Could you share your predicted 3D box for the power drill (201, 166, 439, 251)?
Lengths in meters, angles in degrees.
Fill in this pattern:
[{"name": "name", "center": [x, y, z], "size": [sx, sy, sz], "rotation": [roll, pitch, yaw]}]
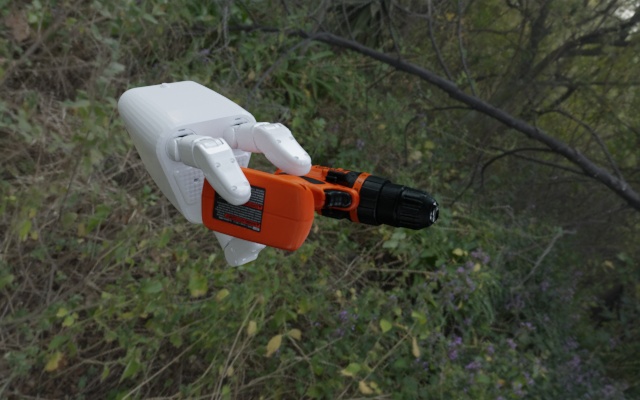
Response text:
[{"name": "power drill", "center": [0.000, 0.001, 0.441], "size": [0.184, 0.057, 0.187], "rotation": [11, 8, 28]}]
